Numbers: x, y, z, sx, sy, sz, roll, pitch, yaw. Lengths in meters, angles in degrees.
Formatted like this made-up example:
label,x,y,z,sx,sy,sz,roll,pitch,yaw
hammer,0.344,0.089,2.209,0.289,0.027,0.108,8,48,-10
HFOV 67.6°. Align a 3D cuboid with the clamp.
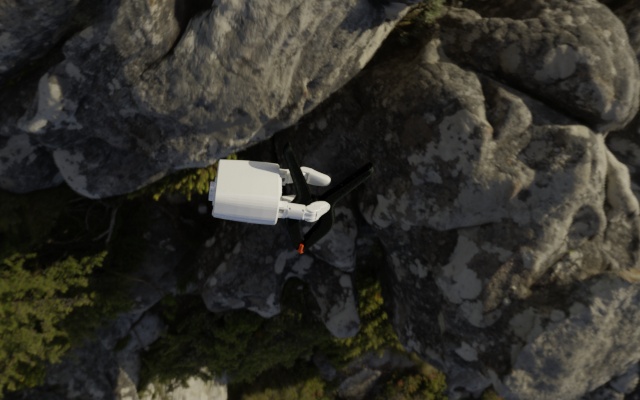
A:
label,x,y,z,sx,sy,sz,roll,pitch,yaw
clamp,0.000,0.004,0.858,0.164,0.210,0.036,7,27,-10
